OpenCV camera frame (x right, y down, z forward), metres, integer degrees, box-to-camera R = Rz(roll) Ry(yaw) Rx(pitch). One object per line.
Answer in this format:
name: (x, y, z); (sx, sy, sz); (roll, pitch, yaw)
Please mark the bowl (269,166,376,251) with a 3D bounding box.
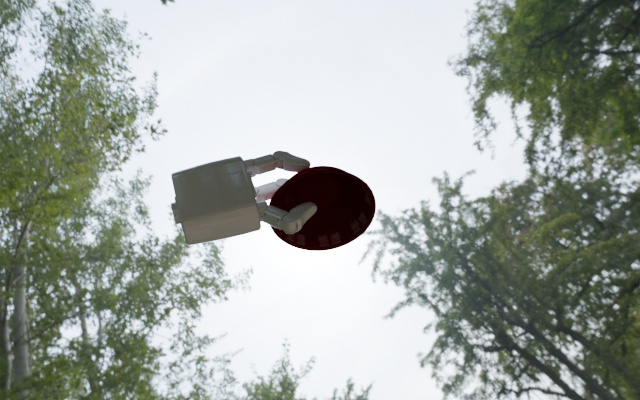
bowl: (0.001, 0.002, 0.723); (0.162, 0.162, 0.055); (0, 40, -8)
